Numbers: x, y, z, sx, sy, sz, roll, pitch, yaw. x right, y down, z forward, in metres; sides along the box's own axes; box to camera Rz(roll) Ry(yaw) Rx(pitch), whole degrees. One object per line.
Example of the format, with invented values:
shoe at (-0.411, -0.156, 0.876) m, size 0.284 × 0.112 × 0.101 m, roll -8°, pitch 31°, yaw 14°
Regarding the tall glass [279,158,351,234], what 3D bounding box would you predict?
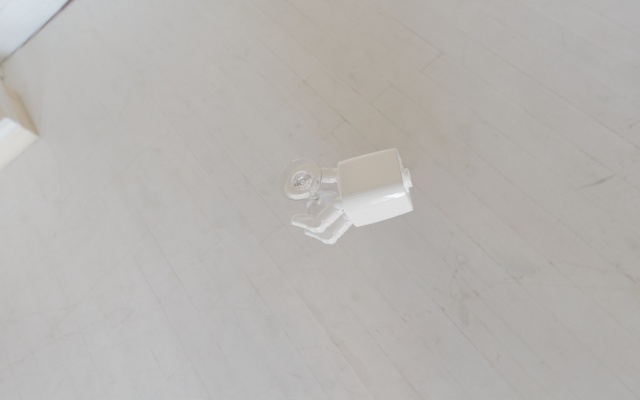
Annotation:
tall glass at (0.000, 0.003, 0.848) m, size 0.079 × 0.079 × 0.201 m, roll 0°, pitch -22°, yaw 21°
